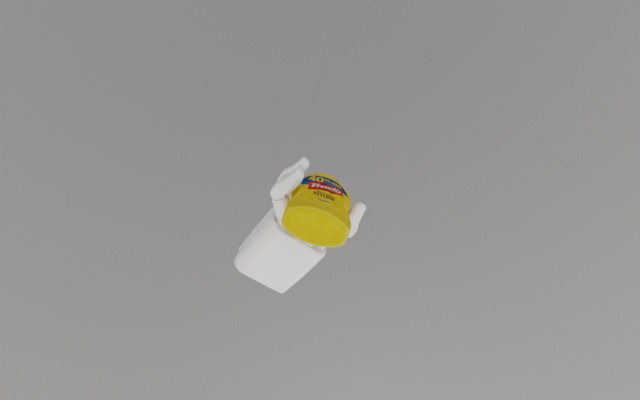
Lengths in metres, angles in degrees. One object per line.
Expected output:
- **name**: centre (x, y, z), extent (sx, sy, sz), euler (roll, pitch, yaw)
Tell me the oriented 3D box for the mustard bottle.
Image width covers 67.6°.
- **mustard bottle**: centre (0.000, 0.002, 0.744), extent (0.096, 0.058, 0.191), euler (18, 22, -3)
